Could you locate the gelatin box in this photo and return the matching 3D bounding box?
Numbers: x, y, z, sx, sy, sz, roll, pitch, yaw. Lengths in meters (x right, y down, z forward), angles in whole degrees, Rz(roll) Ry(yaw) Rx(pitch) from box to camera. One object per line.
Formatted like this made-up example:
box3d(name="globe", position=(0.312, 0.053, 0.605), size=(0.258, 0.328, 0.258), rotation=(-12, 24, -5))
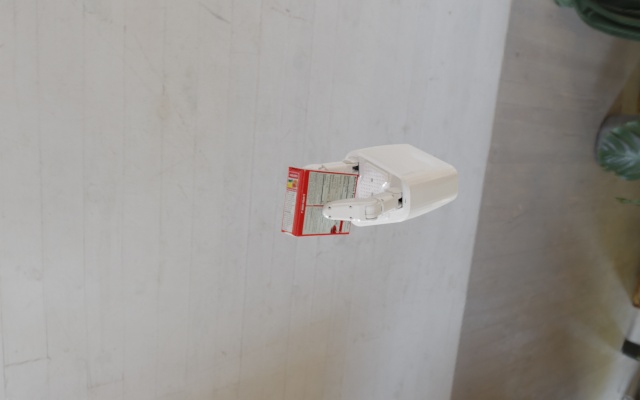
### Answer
box3d(name="gelatin box", position=(0.000, 0.002, 0.540), size=(0.089, 0.073, 0.030), rotation=(1, 9, -45))
